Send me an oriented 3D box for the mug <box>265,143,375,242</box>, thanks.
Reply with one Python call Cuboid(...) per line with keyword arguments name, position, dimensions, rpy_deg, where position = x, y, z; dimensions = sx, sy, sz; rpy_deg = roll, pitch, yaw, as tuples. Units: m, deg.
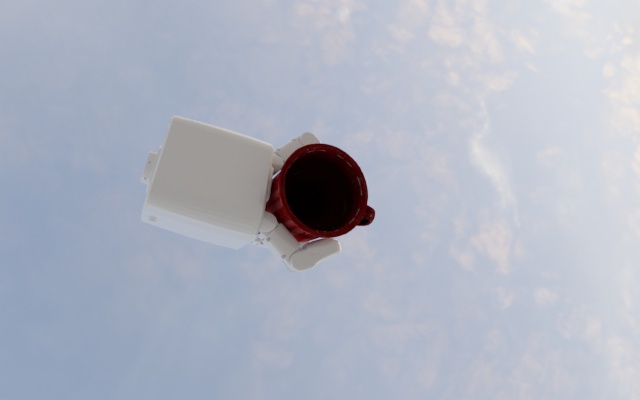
Cuboid(name="mug", position=(0.001, 0.002, 0.494), dimensions=(0.117, 0.093, 0.081), rpy_deg=(18, -19, -18))
